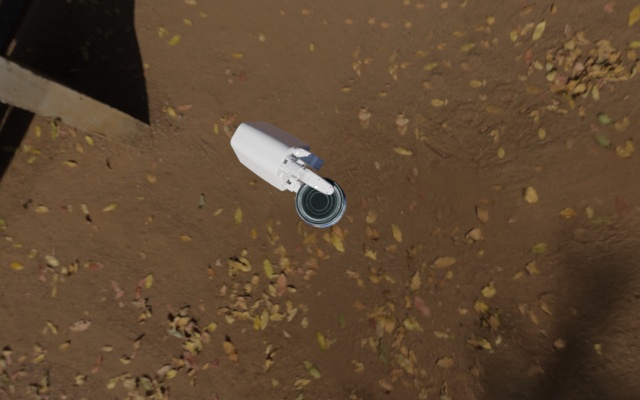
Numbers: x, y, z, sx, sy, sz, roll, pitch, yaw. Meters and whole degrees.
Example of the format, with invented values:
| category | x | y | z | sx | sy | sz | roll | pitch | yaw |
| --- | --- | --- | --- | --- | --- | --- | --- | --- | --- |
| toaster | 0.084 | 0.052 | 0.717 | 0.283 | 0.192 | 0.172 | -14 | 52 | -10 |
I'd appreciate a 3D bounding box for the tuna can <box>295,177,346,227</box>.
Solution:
| category | x | y | z | sx | sy | sz | roll | pitch | yaw |
| --- | --- | --- | --- | --- | --- | --- | --- | --- | --- |
| tuna can | 0.000 | 0.003 | 0.820 | 0.086 | 0.086 | 0.034 | 0 | -6 | 9 |
